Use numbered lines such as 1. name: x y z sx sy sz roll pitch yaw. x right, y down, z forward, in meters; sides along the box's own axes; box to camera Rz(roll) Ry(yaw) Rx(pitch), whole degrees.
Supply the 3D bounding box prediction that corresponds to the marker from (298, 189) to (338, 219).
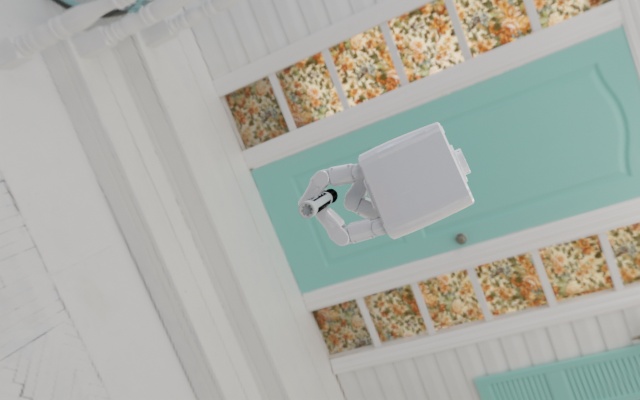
1. marker: 0.000 0.002 0.570 0.020 0.020 0.121 0 8 15
